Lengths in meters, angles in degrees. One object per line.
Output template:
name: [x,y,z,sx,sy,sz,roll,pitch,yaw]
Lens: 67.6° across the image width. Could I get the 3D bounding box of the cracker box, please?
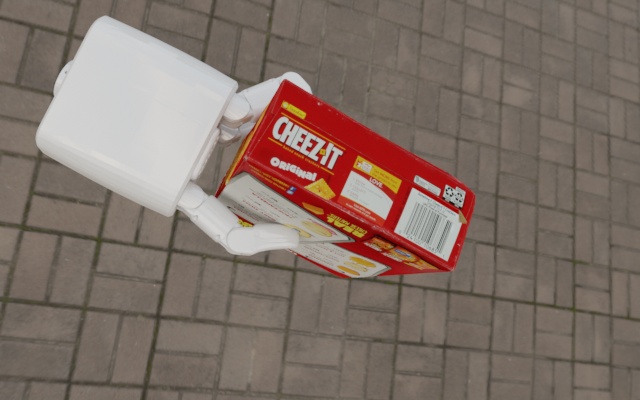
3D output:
cracker box: [0.000,0.001,0.413,0.164,0.072,0.214,28,-17,-12]
